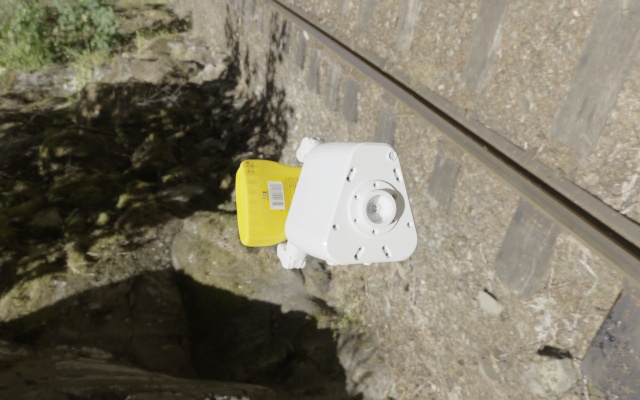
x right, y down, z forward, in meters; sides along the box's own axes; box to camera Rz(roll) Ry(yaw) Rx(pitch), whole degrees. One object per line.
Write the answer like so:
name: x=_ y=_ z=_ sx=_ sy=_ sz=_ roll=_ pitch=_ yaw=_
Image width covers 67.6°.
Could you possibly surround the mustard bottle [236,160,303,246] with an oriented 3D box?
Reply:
mustard bottle: x=0.000 y=0.002 z=0.565 sx=0.191 sy=0.096 sz=0.058 roll=-1 pitch=-20 yaw=-20
